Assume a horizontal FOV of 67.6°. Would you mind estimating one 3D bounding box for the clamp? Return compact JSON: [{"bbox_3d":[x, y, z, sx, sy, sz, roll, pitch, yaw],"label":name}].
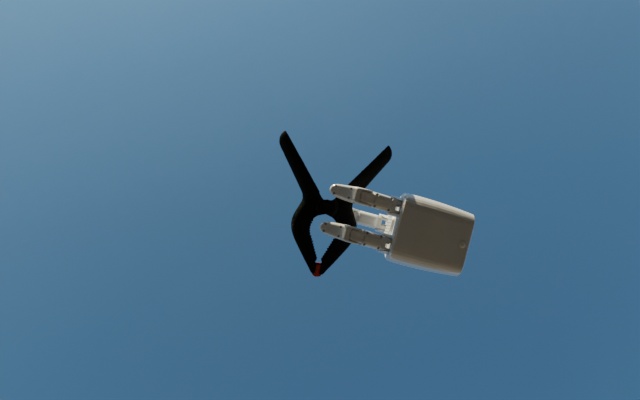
[{"bbox_3d":[0.000,0.003,0.696,0.164,0.210,0.036,15,-1,2],"label":"clamp"}]
